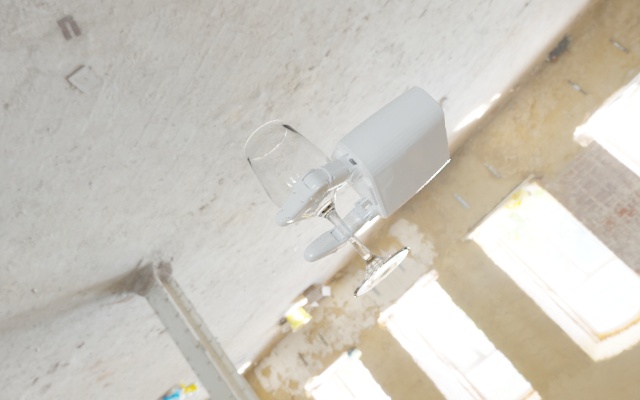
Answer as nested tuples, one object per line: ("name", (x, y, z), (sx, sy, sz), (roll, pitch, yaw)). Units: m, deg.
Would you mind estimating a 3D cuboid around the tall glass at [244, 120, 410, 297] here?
("tall glass", (0.000, 0.002, 0.510), (0.079, 0.201, 0.079), (-36, -20, -15))
